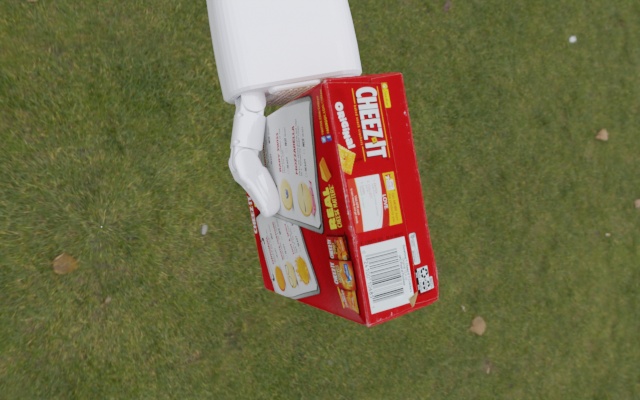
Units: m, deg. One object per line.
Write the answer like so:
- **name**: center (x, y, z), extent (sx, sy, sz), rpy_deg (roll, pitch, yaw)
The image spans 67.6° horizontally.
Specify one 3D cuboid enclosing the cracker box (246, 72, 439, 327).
- **cracker box**: center (0.000, 0.001, 0.410), extent (0.072, 0.164, 0.214), rpy_deg (-12, 2, -25)
